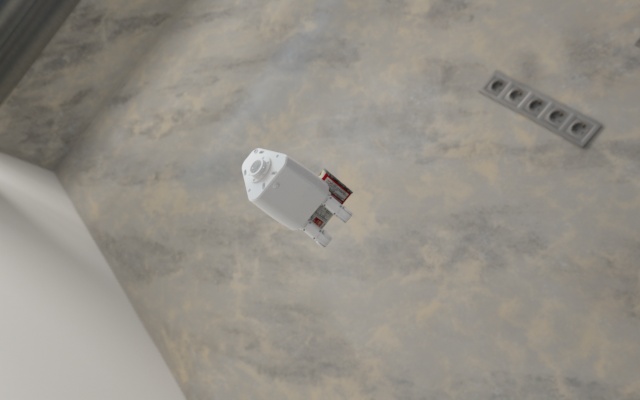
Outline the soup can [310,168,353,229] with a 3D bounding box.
[{"bbox_3d":[0.000,0.003,0.853,0.068,0.102,0.068,39,4,-3],"label":"soup can"}]
